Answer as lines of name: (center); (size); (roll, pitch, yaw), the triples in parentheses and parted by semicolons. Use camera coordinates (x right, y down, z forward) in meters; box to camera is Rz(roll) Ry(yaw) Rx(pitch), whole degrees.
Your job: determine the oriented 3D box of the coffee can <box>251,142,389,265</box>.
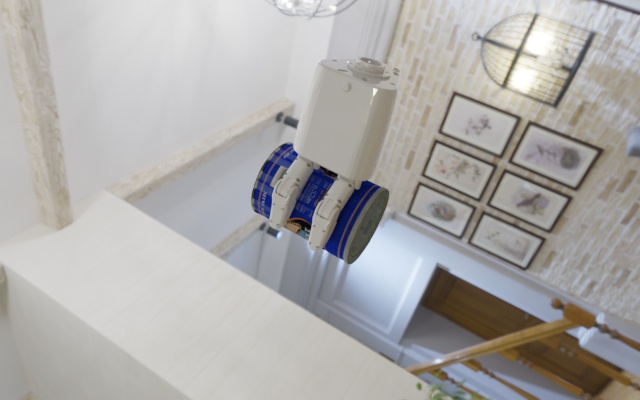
coffee can: (0.000, 0.002, 0.597); (0.140, 0.103, 0.103); (27, 9, 18)
